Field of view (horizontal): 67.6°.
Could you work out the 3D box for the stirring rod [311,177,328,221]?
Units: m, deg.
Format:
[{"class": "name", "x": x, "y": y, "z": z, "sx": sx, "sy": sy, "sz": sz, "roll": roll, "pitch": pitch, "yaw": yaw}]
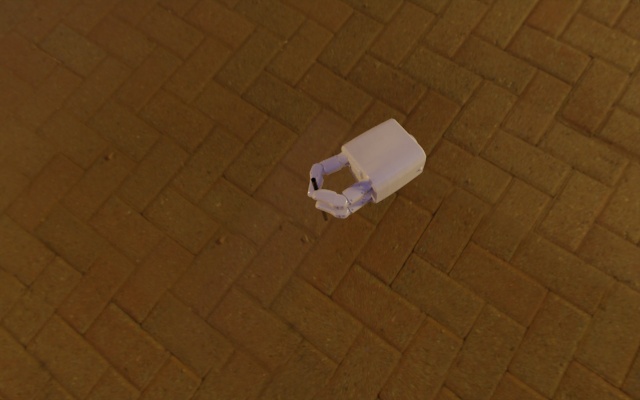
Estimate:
[{"class": "stirring rod", "x": 0.000, "y": 0.003, "z": 0.869, "sx": 0.011, "sy": 0.011, "sz": 0.240, "roll": 0, "pitch": -17, "yaw": 6}]
